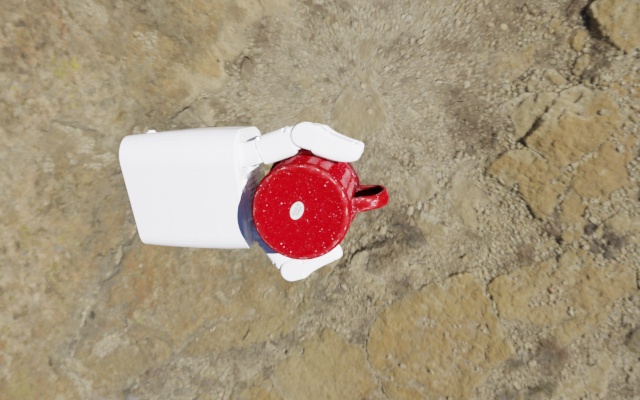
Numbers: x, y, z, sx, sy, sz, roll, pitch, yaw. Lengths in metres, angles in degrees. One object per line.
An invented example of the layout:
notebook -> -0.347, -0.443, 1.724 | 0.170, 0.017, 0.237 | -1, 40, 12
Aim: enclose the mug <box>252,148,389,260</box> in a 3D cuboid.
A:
mug -> 0.001, 0.001, 0.414 | 0.117, 0.093, 0.081 | -1, 13, 7
